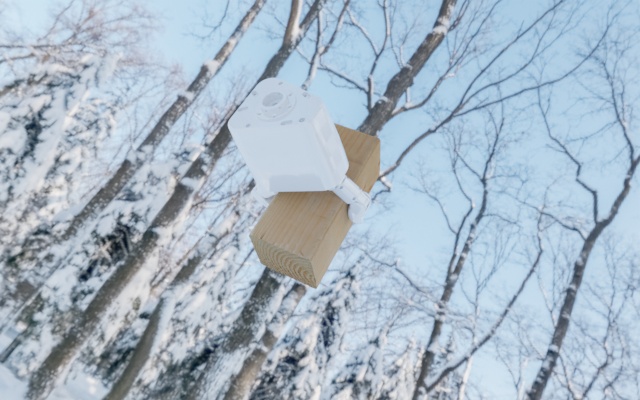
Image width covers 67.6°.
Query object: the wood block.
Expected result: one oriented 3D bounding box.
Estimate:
[{"bbox_3d":[0.000,0.002,0.657,0.091,0.206,0.090,22,-28,18],"label":"wood block"}]
